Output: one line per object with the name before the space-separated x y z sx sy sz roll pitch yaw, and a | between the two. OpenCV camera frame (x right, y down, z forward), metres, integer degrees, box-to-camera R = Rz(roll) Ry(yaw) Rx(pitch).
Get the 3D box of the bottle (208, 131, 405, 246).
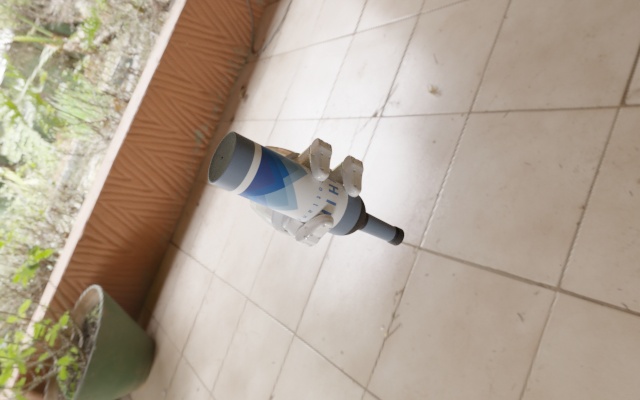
bottle | 0.000 0.002 0.629 0.296 0.069 0.069 25 -13 -31
